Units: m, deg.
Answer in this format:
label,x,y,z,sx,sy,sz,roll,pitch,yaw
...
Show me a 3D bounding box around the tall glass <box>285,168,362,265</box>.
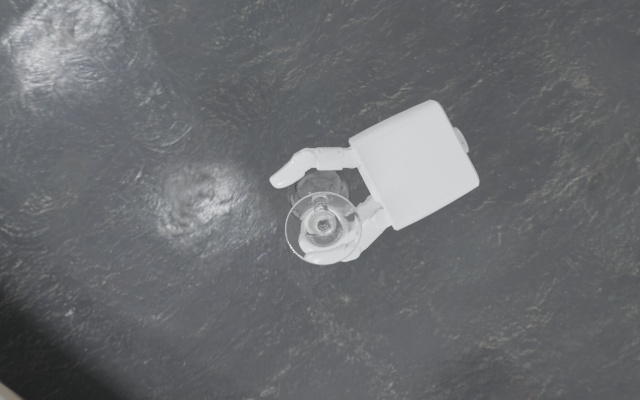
label,x,y,z,sx,sy,sz,roll,pitch,yaw
tall glass,0.000,0.002,0.554,0.079,0.079,0.201,0,15,-2
